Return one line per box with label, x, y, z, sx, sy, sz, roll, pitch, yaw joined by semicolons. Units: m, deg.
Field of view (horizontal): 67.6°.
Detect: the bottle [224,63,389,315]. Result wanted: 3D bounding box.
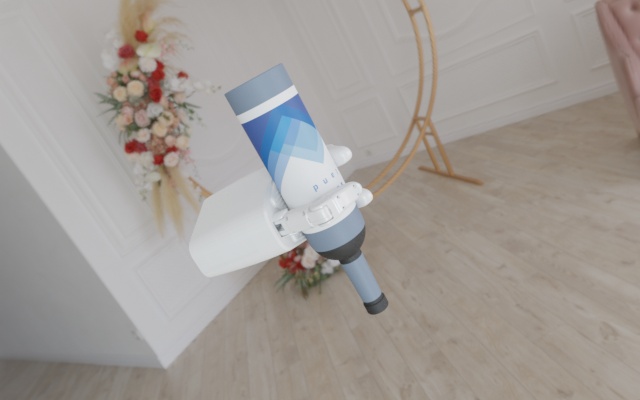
bottle;0.000;0.001;0.519;0.069;0.296;0.069;-26;17;8
